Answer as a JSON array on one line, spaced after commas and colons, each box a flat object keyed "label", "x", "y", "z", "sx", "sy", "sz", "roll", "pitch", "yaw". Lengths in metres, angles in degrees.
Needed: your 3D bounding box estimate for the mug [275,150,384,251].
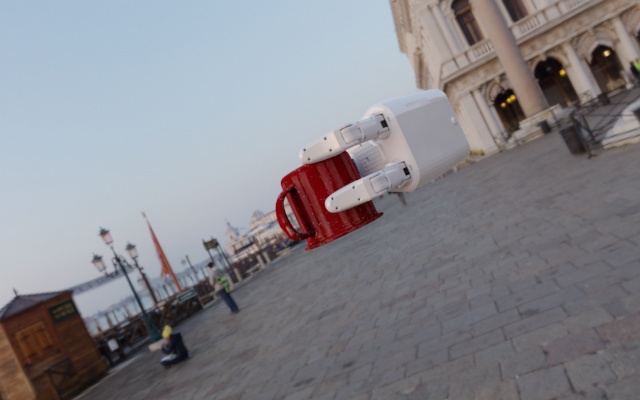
[{"label": "mug", "x": -0.001, "y": 0.002, "z": 0.505, "sx": 0.117, "sy": 0.081, "sz": 0.093, "roll": -24, "pitch": -2, "yaw": -38}]
